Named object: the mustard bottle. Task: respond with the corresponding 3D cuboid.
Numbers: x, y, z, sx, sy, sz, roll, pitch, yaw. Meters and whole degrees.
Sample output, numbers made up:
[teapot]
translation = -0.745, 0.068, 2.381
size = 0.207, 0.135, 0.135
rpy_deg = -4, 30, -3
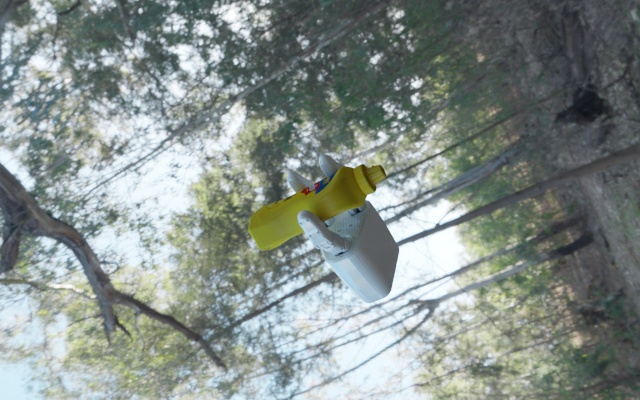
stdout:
[mustard bottle]
translation = 0.000, 0.002, 0.644
size = 0.191, 0.058, 0.096
rpy_deg = -26, 7, 20
